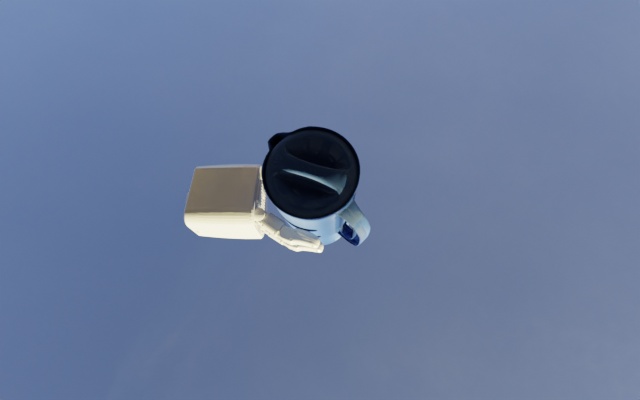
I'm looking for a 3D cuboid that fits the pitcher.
[{"bbox_3d":[0.000,0.002,0.742,0.145,0.149,0.243,-1,-17,3],"label":"pitcher"}]
